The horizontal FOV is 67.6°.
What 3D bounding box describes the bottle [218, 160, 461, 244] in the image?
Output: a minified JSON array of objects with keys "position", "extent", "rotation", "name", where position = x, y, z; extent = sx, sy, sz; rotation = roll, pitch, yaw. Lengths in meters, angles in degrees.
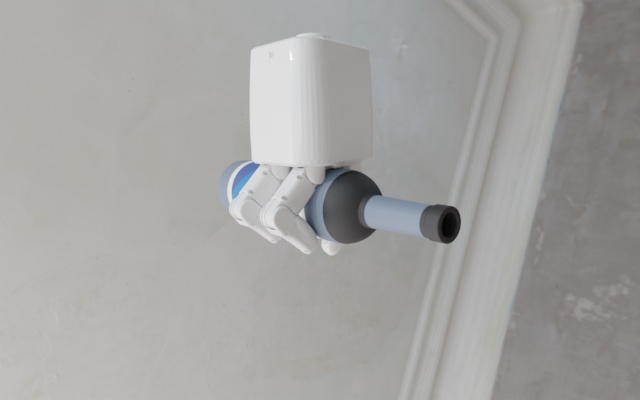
[{"position":[0.000,0.002,0.451],"extent":[0.069,0.069,0.295],"rotation":[0,6,-39],"name":"bottle"}]
